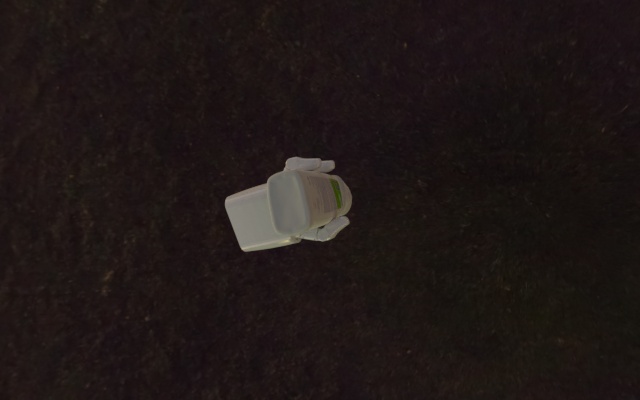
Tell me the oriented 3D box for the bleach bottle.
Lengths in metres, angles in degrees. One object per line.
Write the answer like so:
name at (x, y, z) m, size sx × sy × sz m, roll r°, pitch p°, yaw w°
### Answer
bleach bottle at (0.000, 0.003, 0.824) m, size 0.068 × 0.102 × 0.251 m, roll -14°, pitch -6°, yaw 23°
